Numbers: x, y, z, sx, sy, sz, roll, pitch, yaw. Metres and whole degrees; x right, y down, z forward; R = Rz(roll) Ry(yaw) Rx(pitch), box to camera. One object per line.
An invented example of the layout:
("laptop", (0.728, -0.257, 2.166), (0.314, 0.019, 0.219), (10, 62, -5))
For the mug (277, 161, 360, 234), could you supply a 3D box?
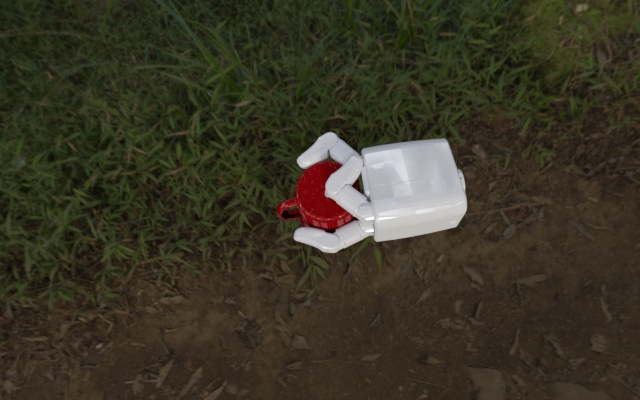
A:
("mug", (-0.001, 0.002, 0.624), (0.117, 0.093, 0.081), (-10, -20, 2))
